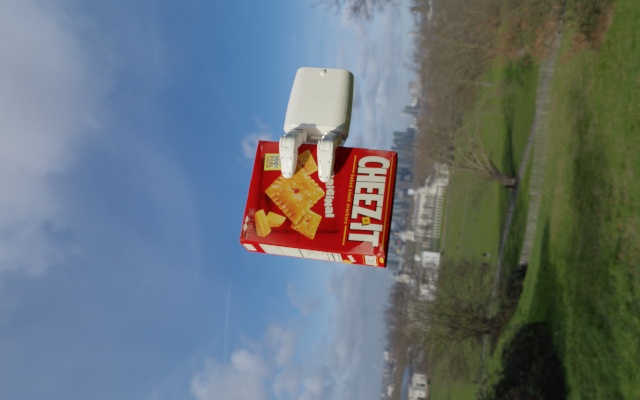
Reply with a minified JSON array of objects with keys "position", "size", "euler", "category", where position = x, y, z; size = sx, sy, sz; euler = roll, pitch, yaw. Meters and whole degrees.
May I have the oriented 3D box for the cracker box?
[{"position":[0.000,0.002,0.711],"size":[0.213,0.164,0.072],"euler":[6,-18,10],"category":"cracker box"}]
